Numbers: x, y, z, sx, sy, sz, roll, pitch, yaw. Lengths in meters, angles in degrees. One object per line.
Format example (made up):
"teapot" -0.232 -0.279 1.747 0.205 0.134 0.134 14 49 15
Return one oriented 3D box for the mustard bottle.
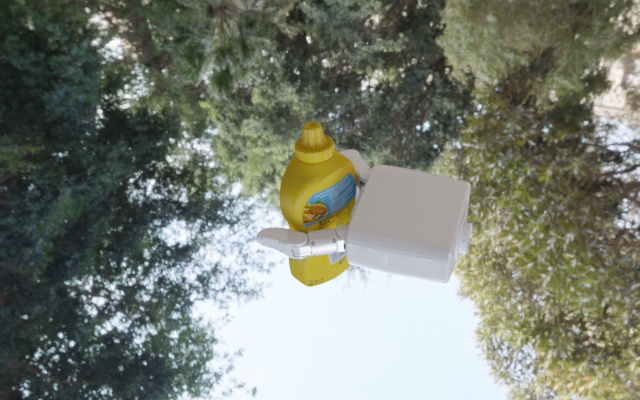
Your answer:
"mustard bottle" 0.000 0.002 0.533 0.096 0.192 0.058 -31 43 -30
